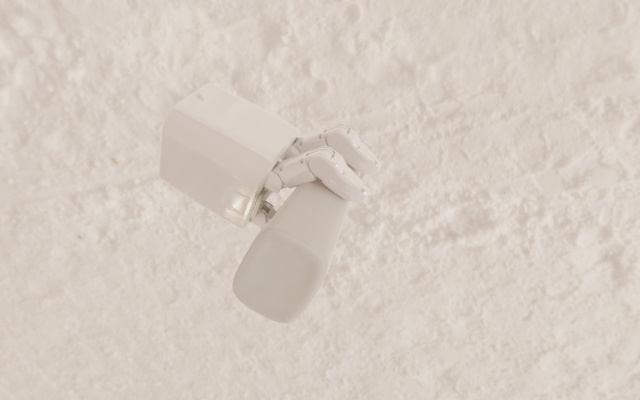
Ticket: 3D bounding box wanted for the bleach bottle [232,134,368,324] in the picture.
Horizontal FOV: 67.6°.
[{"bbox_3d":[0.000,0.002,0.490,0.068,0.103,0.250,30,35,-1],"label":"bleach bottle"}]
